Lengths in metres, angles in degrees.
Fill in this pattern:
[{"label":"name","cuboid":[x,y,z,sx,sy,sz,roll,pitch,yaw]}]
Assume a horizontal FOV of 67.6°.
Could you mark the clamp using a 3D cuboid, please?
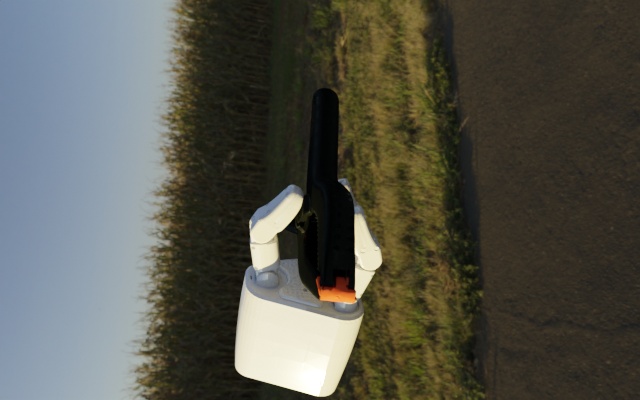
[{"label":"clamp","cuboid":[-0.001,0.002,0.419,0.036,0.165,0.210,8,26,-15]}]
